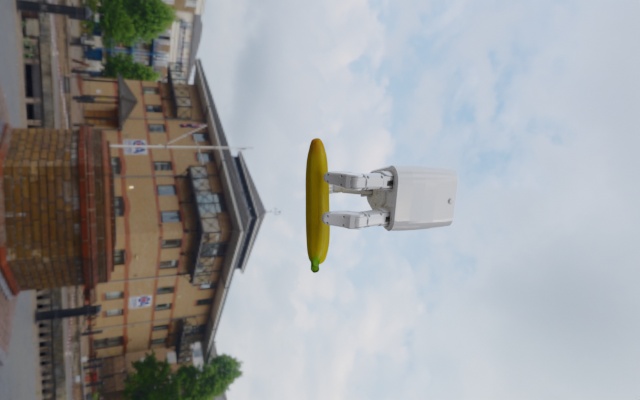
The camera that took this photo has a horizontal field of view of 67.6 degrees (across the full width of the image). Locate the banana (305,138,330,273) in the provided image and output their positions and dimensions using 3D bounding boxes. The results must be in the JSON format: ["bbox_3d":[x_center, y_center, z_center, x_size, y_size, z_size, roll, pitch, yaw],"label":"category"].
[{"bbox_3d":[-0.003,0.009,0.717,0.037,0.197,0.069,0,-10,-9],"label":"banana"}]
